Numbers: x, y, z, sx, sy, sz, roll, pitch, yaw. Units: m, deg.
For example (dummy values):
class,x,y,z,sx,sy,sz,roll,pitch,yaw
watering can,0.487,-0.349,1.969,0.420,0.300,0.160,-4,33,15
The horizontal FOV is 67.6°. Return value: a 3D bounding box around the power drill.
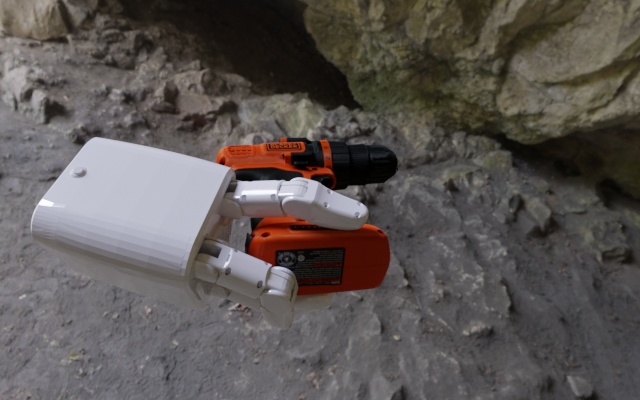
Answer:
class,x,y,z,sx,sy,sz,roll,pitch,yaw
power drill,0.000,0.002,0.424,0.184,0.057,0.187,-4,30,-9
